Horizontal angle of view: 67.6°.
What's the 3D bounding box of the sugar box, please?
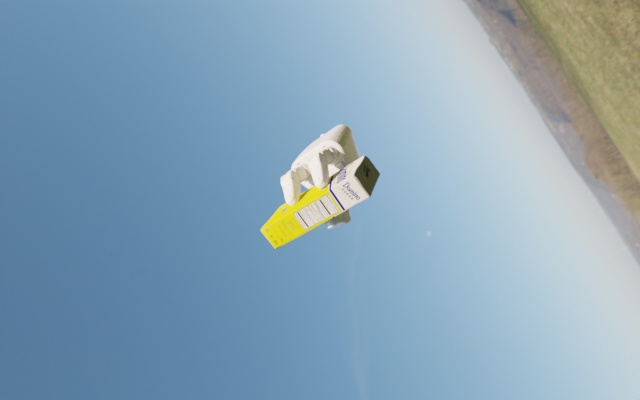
[{"bbox_3d":[0.000,0.002,0.715,0.176,0.048,0.093,-33,11,26],"label":"sugar box"}]
